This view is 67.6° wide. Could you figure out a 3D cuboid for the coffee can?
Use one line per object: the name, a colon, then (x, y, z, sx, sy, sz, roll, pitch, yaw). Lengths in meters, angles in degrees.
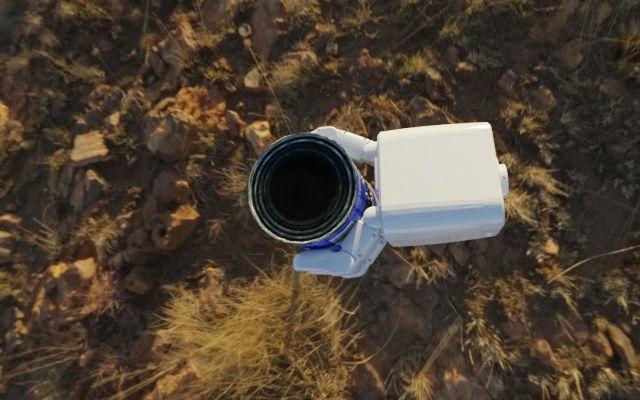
coffee can: (0.000, 0.002, 0.488, 0.103, 0.102, 0.140, 0, -11, 15)
